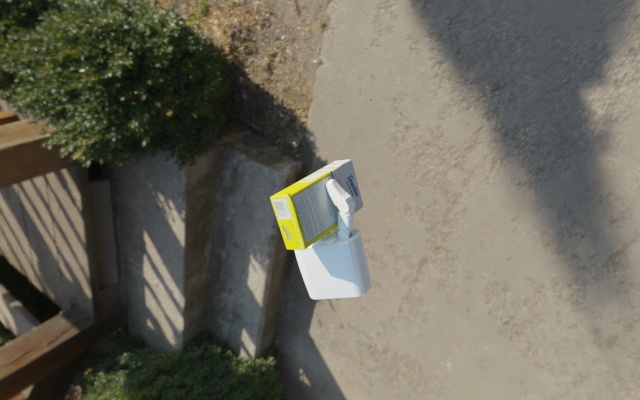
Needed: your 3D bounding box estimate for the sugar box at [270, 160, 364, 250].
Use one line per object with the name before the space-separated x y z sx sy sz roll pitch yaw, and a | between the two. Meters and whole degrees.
sugar box | 0.000 0.003 0.794 0.048 0.093 0.176 -4 19 38
